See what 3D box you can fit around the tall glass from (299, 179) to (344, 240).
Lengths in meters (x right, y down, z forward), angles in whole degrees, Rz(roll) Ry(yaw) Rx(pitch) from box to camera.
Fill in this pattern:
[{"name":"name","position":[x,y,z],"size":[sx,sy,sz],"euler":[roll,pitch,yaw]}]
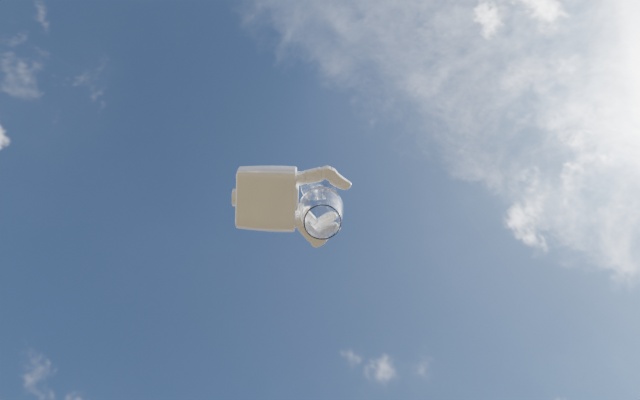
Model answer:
[{"name":"tall glass","position":[0.000,0.003,0.862],"size":[0.079,0.079,0.201],"euler":[0,19,-2]}]
